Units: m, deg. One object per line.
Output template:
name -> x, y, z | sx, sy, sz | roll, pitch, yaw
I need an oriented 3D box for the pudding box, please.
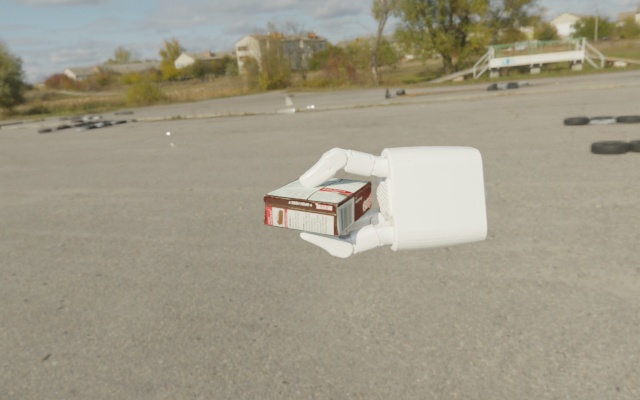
pudding box -> 0.000, 0.002, 0.548 | 0.090, 0.039, 0.113 | 7, 16, 23
